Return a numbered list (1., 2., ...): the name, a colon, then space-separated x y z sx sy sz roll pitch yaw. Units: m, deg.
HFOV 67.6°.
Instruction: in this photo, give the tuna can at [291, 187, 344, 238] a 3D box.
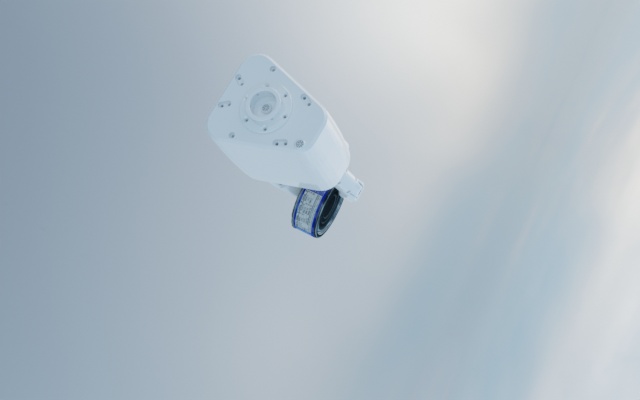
1. tuna can: 0.001 0.002 0.584 0.033 0.086 0.086 25 7 15
